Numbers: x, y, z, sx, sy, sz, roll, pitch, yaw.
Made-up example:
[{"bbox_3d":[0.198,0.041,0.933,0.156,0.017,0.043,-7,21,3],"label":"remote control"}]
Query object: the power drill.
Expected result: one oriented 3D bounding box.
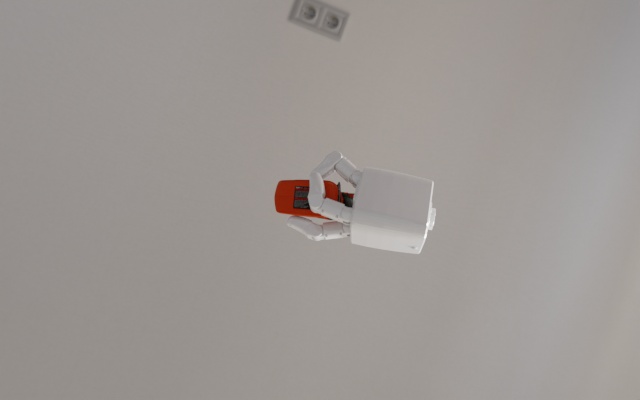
[{"bbox_3d":[0.000,0.003,0.808,0.184,0.057,0.187,1,-4,25],"label":"power drill"}]
